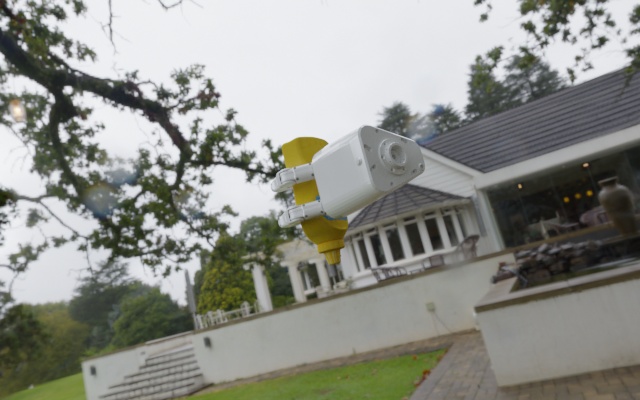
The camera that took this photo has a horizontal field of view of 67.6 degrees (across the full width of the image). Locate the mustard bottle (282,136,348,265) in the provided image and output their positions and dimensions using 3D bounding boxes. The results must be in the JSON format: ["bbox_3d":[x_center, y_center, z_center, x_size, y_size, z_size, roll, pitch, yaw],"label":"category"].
[{"bbox_3d":[0.000,0.002,0.723,0.058,0.191,0.096,-20,-12,29],"label":"mustard bottle"}]
